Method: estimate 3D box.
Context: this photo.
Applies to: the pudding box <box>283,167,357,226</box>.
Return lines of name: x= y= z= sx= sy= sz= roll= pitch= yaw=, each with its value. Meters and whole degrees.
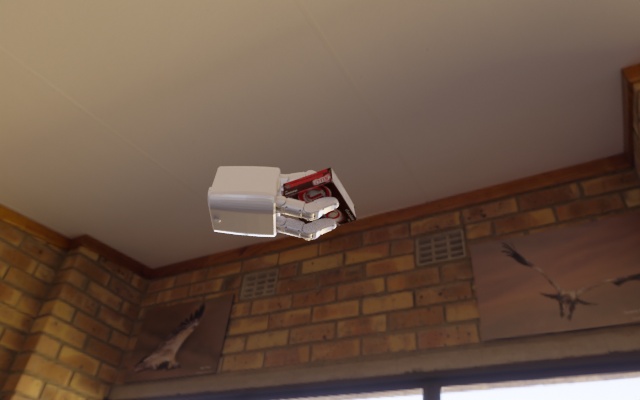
pudding box: x=0.000 y=0.003 z=0.807 sx=0.090 sy=0.039 sz=0.114 roll=-18 pitch=-41 yaw=18
